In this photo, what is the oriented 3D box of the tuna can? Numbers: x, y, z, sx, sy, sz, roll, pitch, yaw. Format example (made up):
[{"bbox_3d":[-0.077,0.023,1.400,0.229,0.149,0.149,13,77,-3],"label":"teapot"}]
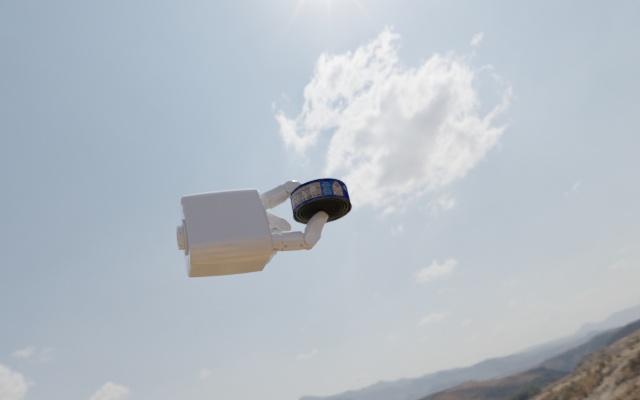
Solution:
[{"bbox_3d":[0.000,0.002,0.685,0.086,0.033,0.086,-9,-25,-4],"label":"tuna can"}]
